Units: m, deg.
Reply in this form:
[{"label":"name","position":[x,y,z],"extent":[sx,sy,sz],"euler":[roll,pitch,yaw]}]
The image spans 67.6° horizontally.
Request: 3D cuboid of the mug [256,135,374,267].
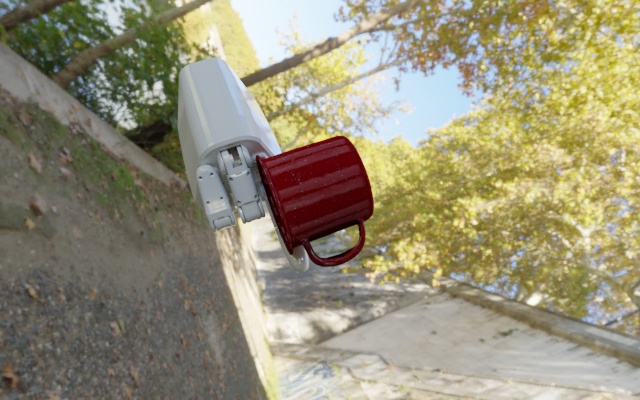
[{"label":"mug","position":[0.001,0.002,0.420],"extent":[0.081,0.117,0.093],"euler":[-19,-24,-9]}]
